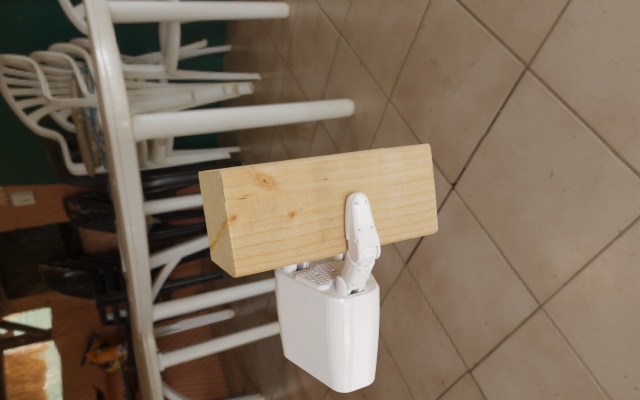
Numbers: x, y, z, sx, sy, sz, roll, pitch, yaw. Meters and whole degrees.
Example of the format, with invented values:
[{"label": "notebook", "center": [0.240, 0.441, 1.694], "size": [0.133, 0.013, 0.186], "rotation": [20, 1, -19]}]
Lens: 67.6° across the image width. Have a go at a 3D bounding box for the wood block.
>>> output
[{"label": "wood block", "center": [0.000, 0.002, 0.460], "size": [0.206, 0.090, 0.091], "rotation": [-10, 8, -24]}]
